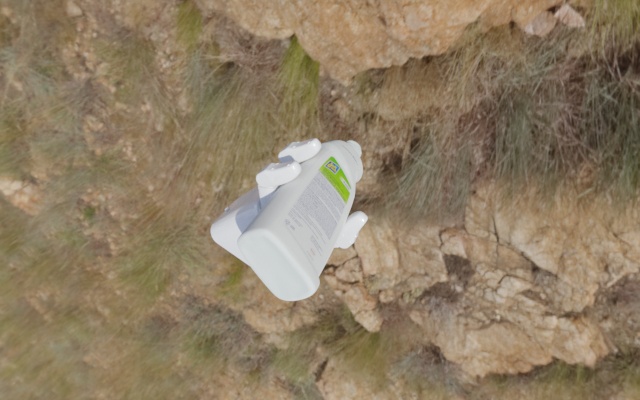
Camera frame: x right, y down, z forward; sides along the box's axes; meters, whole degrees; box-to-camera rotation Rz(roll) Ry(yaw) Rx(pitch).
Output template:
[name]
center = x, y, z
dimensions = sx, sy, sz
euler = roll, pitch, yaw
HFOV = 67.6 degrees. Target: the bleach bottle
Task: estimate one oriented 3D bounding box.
[bleach bottle]
center = 0.000, 0.002, 0.599
dimensions = 0.068, 0.102, 0.250
euler = -22, 21, 39
